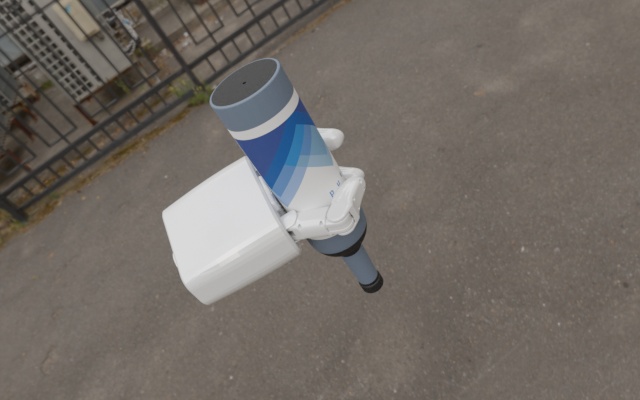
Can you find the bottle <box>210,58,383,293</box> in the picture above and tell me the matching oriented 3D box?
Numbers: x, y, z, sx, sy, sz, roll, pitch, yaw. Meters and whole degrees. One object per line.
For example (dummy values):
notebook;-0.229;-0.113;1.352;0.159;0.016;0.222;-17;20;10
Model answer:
bottle;0.000;0.001;0.479;0.069;0.069;0.296;0;-42;35
